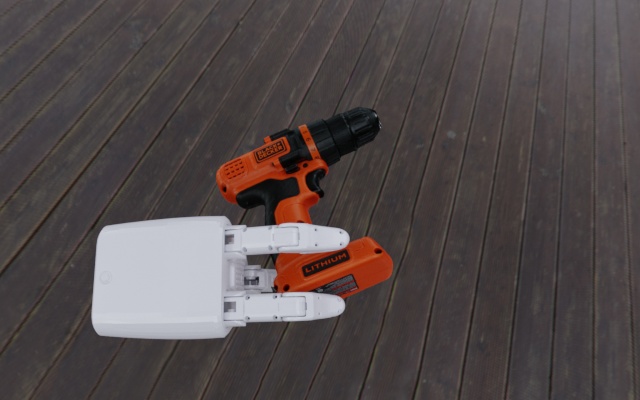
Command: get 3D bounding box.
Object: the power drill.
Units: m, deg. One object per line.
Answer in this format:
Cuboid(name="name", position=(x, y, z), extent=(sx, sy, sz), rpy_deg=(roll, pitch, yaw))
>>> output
Cuboid(name="power drill", position=(0.000, 0.002, 0.469), extent=(0.184, 0.187, 0.057), rpy_deg=(-25, -36, 3))
